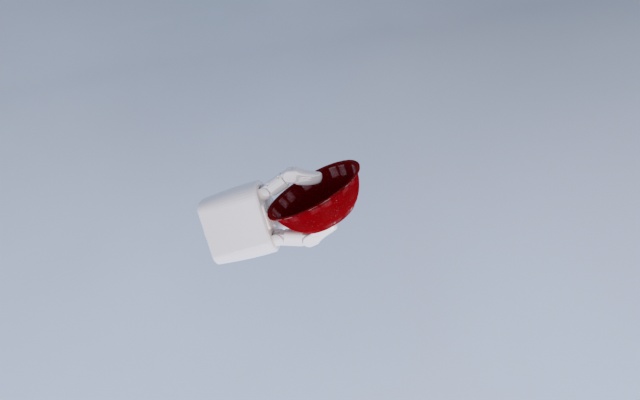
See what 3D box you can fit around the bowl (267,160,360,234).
[{"bbox_3d":[0.001,0.002,0.737,0.162,0.055,0.162,-27,19,10],"label":"bowl"}]
